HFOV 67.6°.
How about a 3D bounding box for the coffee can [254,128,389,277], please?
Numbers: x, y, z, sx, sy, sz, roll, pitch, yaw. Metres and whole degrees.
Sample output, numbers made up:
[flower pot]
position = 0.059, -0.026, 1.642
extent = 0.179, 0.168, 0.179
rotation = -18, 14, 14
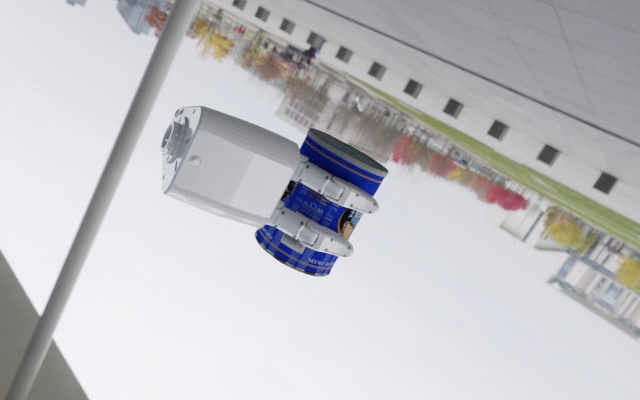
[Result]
[coffee can]
position = 0.000, 0.002, 0.555
extent = 0.103, 0.140, 0.102
rotation = 27, 13, -7
